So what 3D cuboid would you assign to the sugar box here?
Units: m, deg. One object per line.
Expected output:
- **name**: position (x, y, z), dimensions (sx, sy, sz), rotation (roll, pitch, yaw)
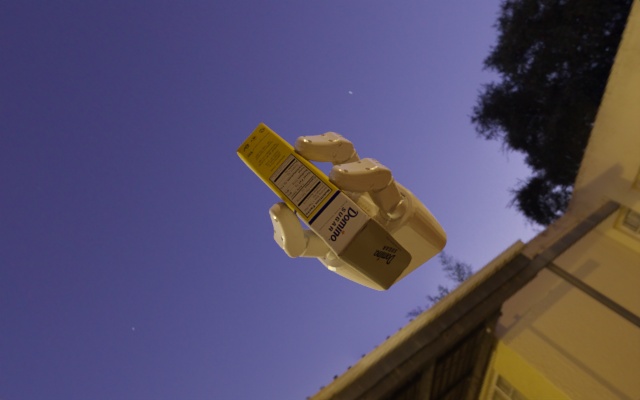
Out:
- **sugar box**: position (0.000, 0.001, 0.440), dimensions (0.176, 0.048, 0.093), rotation (40, 0, 40)
